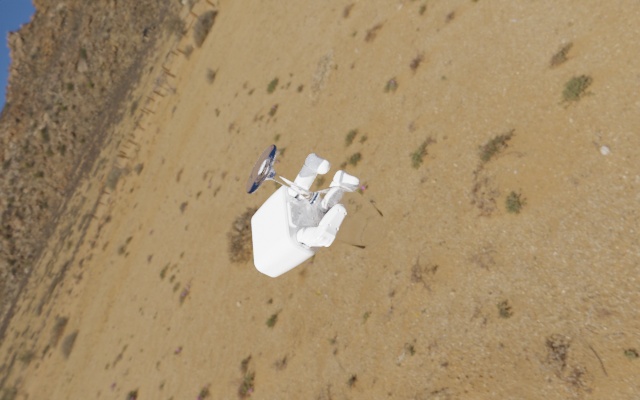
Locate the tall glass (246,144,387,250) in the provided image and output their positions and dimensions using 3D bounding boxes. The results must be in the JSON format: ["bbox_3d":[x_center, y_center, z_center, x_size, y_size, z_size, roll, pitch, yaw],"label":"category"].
[{"bbox_3d":[0.000,0.002,0.674,0.201,0.079,0.079,29,-12,-23],"label":"tall glass"}]
